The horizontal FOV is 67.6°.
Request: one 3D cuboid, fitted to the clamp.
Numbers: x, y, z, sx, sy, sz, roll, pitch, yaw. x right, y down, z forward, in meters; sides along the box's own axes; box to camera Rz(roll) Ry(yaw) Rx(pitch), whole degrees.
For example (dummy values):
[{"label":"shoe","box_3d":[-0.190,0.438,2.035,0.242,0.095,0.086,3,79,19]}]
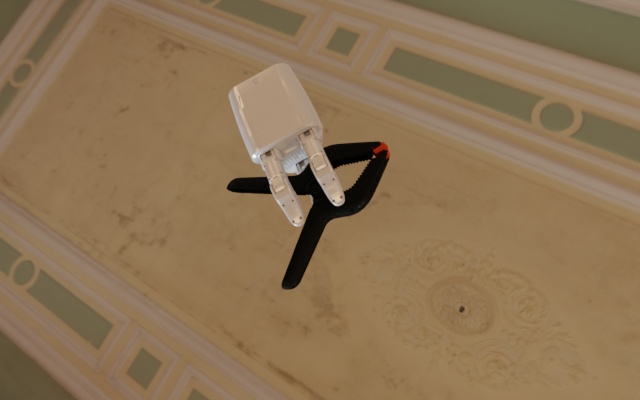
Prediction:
[{"label":"clamp","box_3d":[0.001,0.002,0.598,0.210,0.164,0.036,-27,-17,7]}]
